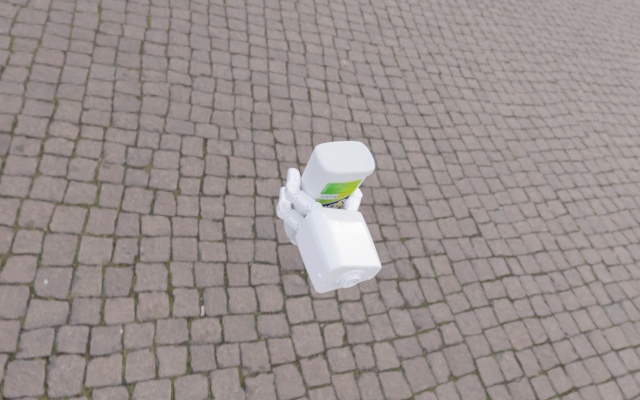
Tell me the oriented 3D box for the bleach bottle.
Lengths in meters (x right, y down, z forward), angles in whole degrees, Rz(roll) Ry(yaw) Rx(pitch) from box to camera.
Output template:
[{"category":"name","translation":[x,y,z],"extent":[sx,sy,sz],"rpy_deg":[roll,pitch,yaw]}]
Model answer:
[{"category":"bleach bottle","translation":[0.000,0.003,0.845],"extent":[0.102,0.068,0.251],"rpy_deg":[-6,-33,-26]}]
